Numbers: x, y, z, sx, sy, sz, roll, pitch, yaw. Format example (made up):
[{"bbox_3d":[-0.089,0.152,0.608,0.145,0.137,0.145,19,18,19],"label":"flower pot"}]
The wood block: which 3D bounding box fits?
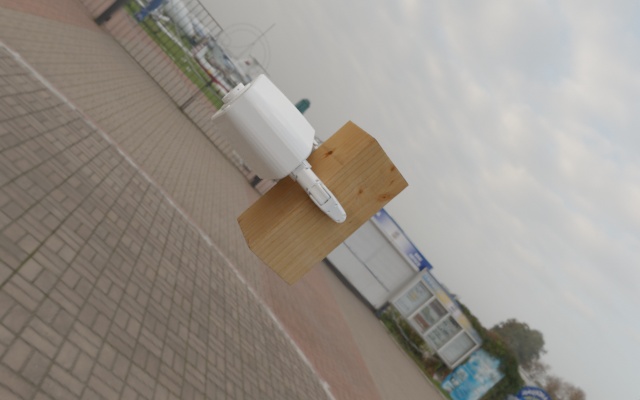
[{"bbox_3d":[0.000,0.002,0.642,0.090,0.206,0.090,48,2,-32],"label":"wood block"}]
